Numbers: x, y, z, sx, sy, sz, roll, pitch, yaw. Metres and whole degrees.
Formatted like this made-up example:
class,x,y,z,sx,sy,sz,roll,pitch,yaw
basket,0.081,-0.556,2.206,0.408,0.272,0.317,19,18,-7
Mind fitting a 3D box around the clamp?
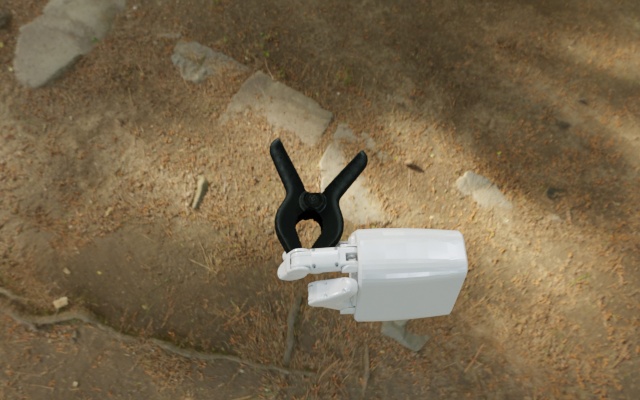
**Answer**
class,x,y,z,sx,sy,sz,roll,pitch,yaw
clamp,0.000,0.002,0.556,0.120,0.171,0.039,-2,-24,0
